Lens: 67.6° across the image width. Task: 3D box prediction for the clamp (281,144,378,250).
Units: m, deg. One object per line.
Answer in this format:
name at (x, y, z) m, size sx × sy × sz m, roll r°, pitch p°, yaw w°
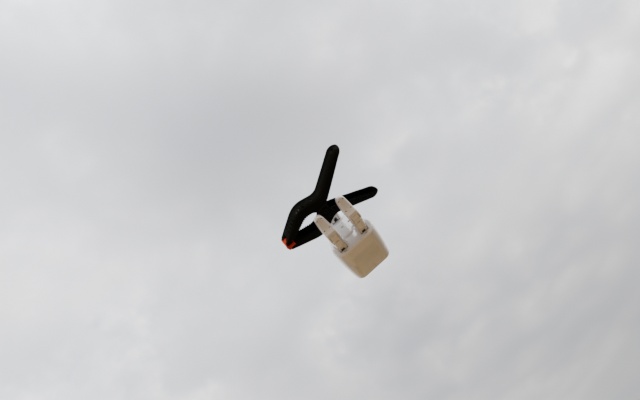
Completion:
clamp at (-0.001, 0.003, 0.899) m, size 0.036 × 0.210 × 0.165 m, roll 45°, pitch -4°, yaw 48°
